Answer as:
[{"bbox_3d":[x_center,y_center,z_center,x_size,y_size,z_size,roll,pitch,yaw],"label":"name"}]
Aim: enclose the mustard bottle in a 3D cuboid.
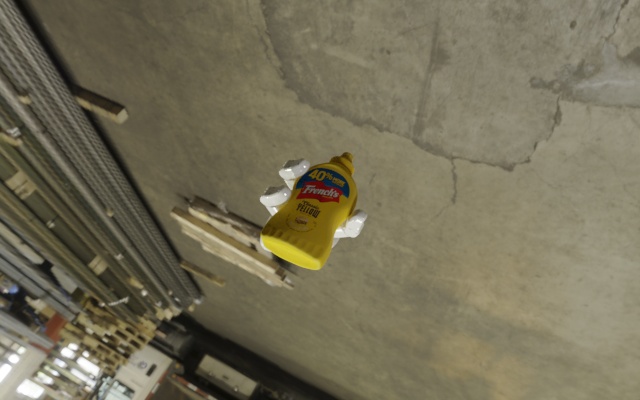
[{"bbox_3d":[0.000,0.002,0.697,0.096,0.191,0.058,21,-31,19],"label":"mustard bottle"}]
